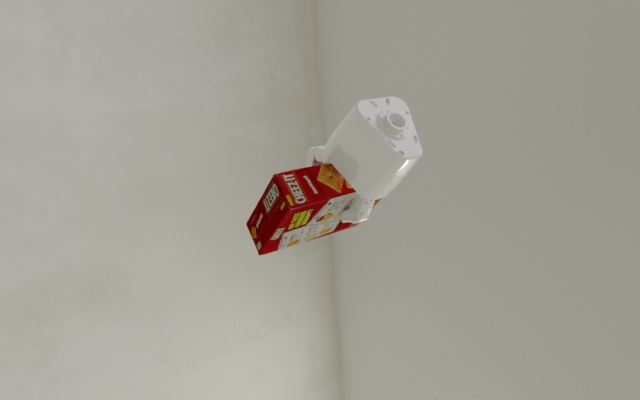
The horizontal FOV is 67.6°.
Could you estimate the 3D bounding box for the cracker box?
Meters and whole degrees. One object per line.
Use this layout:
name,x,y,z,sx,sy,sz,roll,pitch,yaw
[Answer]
cracker box,0.000,0.003,0.799,0.213,0.072,0.164,-14,-23,-32
